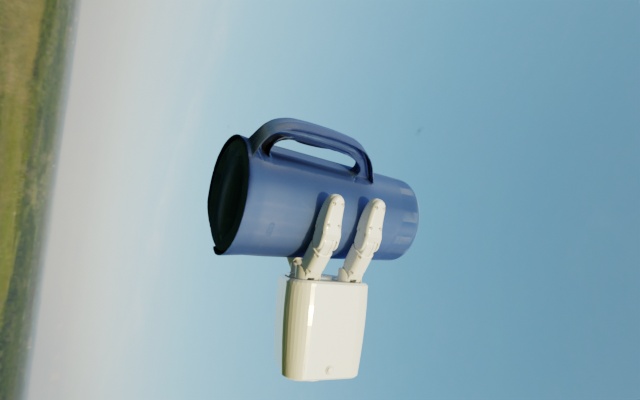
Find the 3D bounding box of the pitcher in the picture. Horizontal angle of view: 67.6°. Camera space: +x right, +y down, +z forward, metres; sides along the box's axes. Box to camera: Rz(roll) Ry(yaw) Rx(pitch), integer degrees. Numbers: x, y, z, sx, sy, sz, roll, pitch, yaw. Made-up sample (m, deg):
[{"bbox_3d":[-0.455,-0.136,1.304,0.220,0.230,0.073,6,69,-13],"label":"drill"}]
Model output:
[{"bbox_3d":[0.000,0.002,0.566,0.243,0.145,0.149,9,-8,-29],"label":"pitcher"}]
